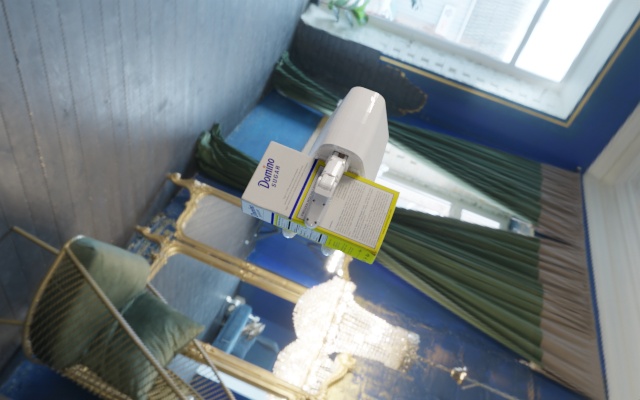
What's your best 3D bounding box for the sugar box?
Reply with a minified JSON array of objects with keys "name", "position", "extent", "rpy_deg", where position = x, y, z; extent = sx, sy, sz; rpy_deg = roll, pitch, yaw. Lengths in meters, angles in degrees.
[{"name":"sugar box","position":[0.000,0.002,0.595],"extent":[0.176,0.093,0.048],"rpy_deg":[22,-26,5]}]
